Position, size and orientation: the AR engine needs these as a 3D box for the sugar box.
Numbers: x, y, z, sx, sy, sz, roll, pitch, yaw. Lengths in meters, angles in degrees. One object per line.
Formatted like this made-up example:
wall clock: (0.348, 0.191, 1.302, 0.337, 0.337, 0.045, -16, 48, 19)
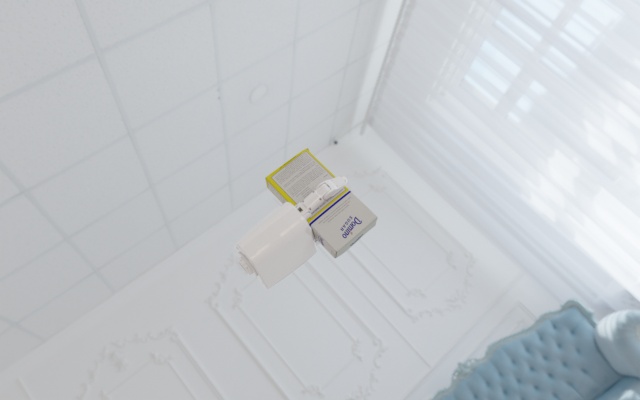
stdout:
sugar box: (0.000, 0.003, 0.791, 0.093, 0.176, 0.048, -38, -17, -17)
